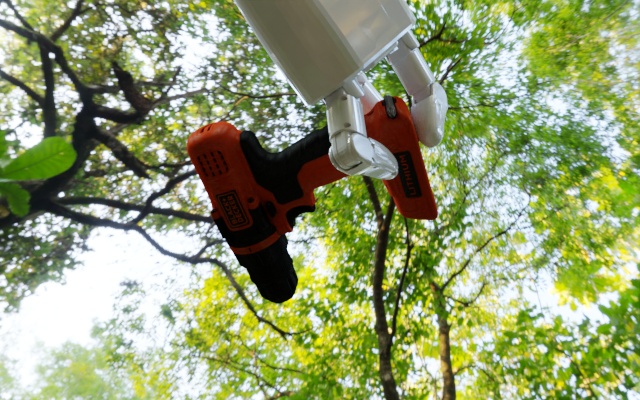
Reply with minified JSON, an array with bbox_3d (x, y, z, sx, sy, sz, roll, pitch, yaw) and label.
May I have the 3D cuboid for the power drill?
[{"bbox_3d":[0.000,0.001,0.412,0.187,0.184,0.057,-16,28,10],"label":"power drill"}]
